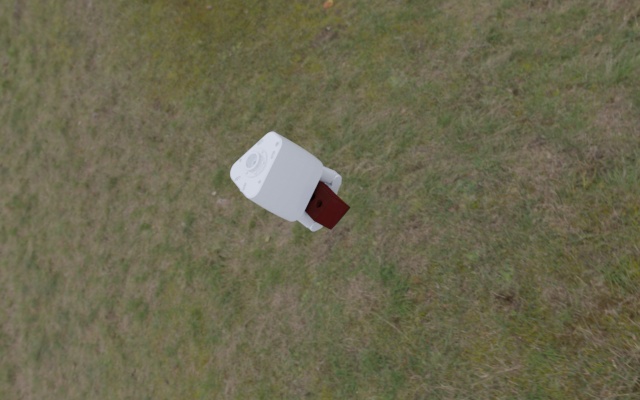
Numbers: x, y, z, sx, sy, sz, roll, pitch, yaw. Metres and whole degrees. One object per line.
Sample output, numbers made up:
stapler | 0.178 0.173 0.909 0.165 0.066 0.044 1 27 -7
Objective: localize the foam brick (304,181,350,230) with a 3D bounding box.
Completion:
foam brick | 0.000 0.003 0.812 0.051 0.053 0.078 31 10 -47
